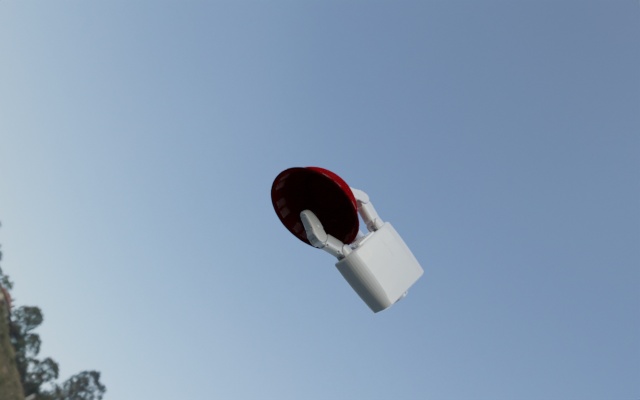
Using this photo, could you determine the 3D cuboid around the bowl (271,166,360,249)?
[{"bbox_3d":[0.000,0.001,0.781,0.162,0.162,0.055,0,34,34],"label":"bowl"}]
